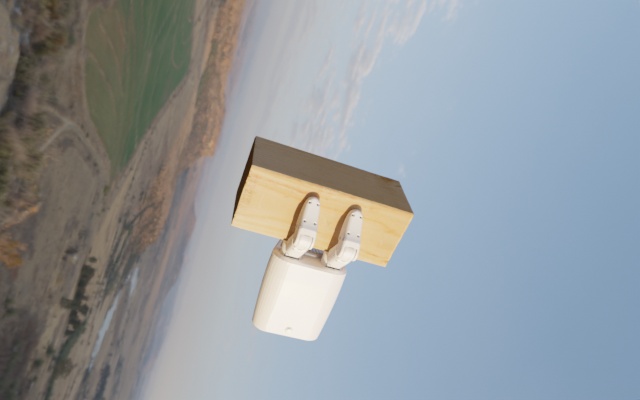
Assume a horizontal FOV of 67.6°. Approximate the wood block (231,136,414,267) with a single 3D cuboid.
[{"bbox_3d":[0.000,0.002,0.616,0.206,0.090,0.090,16,27,-14],"label":"wood block"}]
